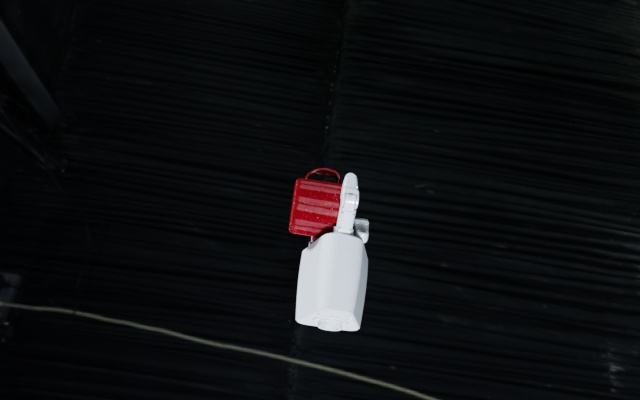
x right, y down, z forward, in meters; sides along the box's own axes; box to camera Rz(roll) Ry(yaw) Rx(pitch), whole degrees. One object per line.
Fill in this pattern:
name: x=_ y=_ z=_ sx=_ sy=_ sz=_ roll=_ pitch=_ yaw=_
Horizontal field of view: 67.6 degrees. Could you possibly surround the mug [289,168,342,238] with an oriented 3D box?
mug: x=0.000 y=0.001 z=0.706 sx=0.081 sy=0.117 sz=0.093 roll=9 pitch=-27 yaw=-4
